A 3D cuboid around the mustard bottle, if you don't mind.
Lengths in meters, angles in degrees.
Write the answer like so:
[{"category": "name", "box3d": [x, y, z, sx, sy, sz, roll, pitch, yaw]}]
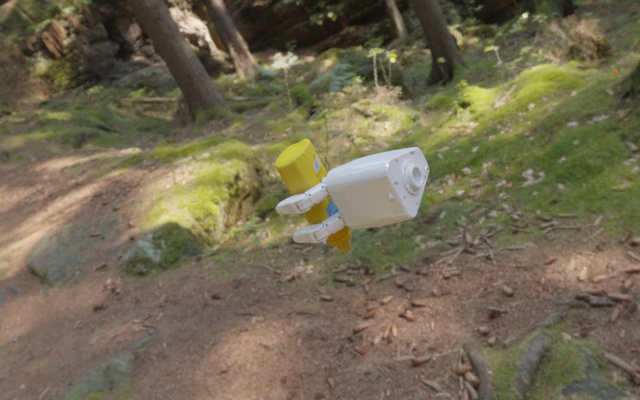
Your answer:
[{"category": "mustard bottle", "box3d": [0.000, 0.002, 0.762, 0.058, 0.192, 0.096, -22, 21, 19]}]
